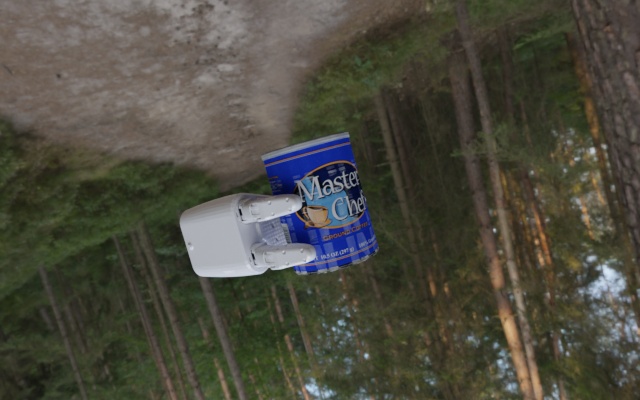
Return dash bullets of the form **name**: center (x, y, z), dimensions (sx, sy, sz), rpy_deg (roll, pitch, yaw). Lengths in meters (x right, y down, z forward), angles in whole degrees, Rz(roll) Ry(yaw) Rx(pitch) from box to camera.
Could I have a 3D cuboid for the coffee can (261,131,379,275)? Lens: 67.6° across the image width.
- **coffee can**: center (0.000, 0.002, 0.548), dimensions (0.103, 0.140, 0.103), rpy_deg (-15, 5, 1)
